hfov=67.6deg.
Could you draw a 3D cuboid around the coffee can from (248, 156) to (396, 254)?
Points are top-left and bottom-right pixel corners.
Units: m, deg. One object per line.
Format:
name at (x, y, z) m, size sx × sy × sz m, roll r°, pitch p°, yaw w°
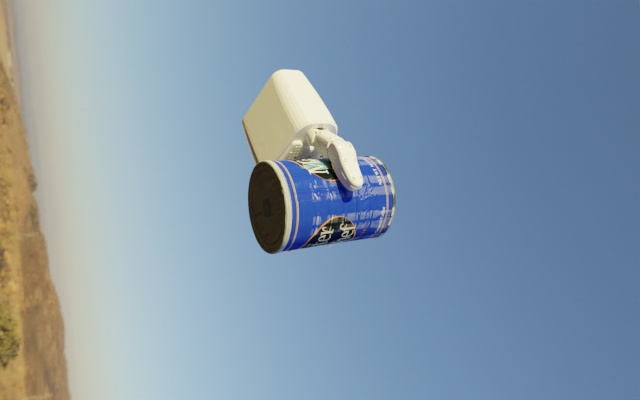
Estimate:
coffee can at (0.000, 0.002, 0.554) m, size 0.140 × 0.103 × 0.103 m, roll -6°, pitch 3°, yaw -30°
